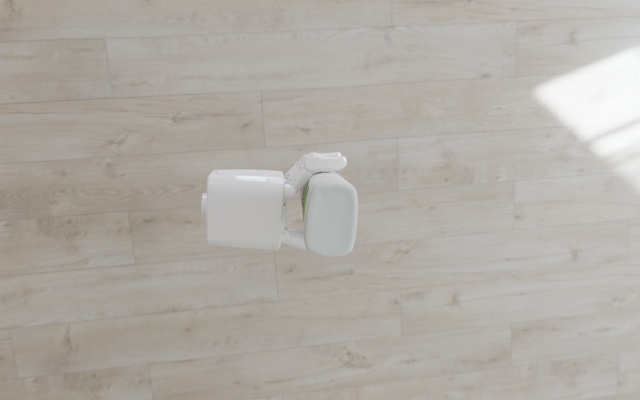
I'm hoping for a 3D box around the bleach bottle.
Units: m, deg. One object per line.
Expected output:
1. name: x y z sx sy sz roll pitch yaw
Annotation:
1. bleach bottle: 0.000 0.002 0.725 0.068 0.102 0.251 4 9 -8
